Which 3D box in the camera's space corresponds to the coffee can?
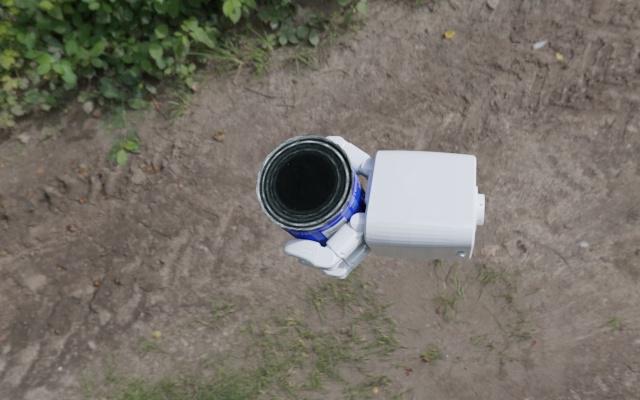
[{"bbox_3d":[0.000,0.002,0.541,0.103,0.102,0.140,0,-17,15],"label":"coffee can"}]
